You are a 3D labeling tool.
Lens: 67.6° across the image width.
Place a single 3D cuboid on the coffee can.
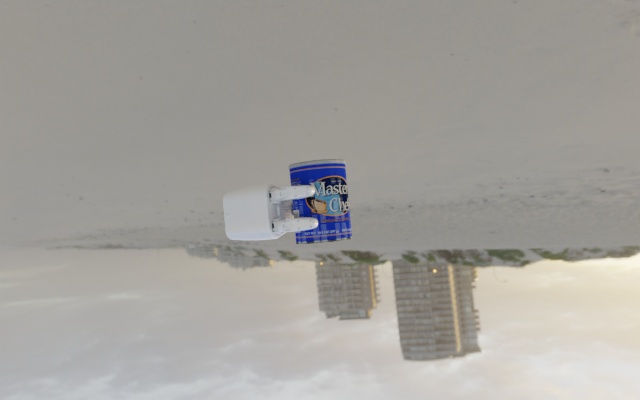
[{"bbox_3d":[0.000,0.003,0.853,0.103,0.140,0.103,-5,-2,0],"label":"coffee can"}]
